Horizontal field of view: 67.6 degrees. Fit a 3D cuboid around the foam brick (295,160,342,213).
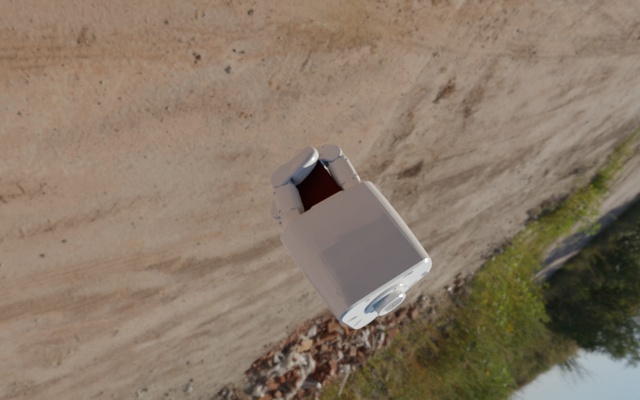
[{"bbox_3d":[0.000,0.002,0.542,0.053,0.051,0.078,-36,-26,1],"label":"foam brick"}]
